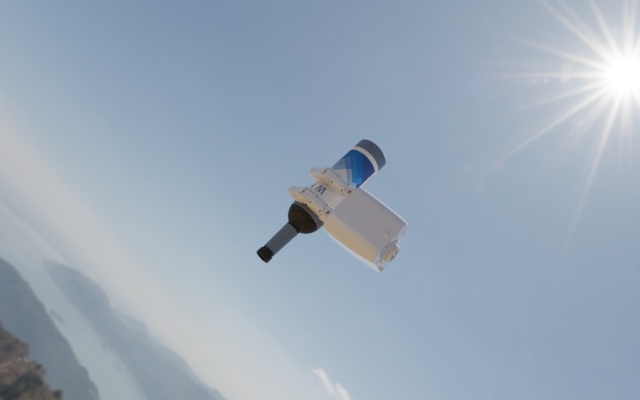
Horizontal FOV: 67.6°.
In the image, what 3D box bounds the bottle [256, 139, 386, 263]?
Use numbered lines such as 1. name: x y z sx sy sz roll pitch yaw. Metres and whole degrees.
1. bottle: 0.000 0.003 0.860 0.295 0.069 0.069 -43 19 -22
